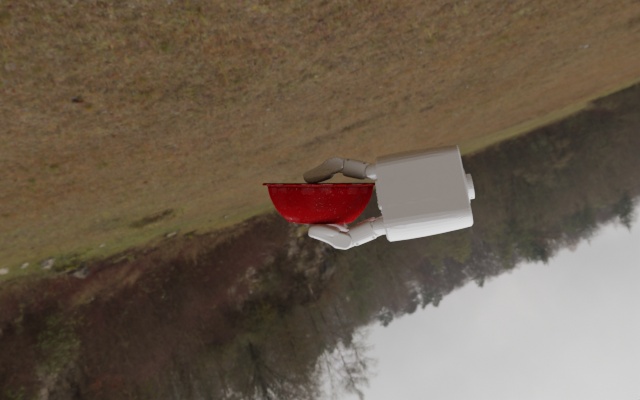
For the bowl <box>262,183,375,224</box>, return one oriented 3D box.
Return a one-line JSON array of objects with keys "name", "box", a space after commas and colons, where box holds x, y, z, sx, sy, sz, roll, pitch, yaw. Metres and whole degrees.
[{"name": "bowl", "box": [-0.001, 0.003, 0.666, 0.162, 0.055, 0.162, 0, 2, 0]}]
